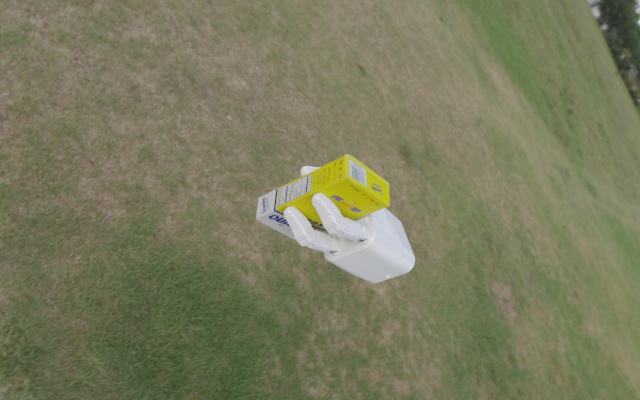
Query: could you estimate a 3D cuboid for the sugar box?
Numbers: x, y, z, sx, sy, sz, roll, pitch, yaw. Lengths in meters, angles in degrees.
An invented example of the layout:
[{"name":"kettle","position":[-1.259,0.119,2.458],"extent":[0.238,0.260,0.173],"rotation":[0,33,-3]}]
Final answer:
[{"name":"sugar box","position":[0.000,0.003,0.679],"extent":[0.176,0.048,0.093],"rotation":[-27,-43,36]}]
